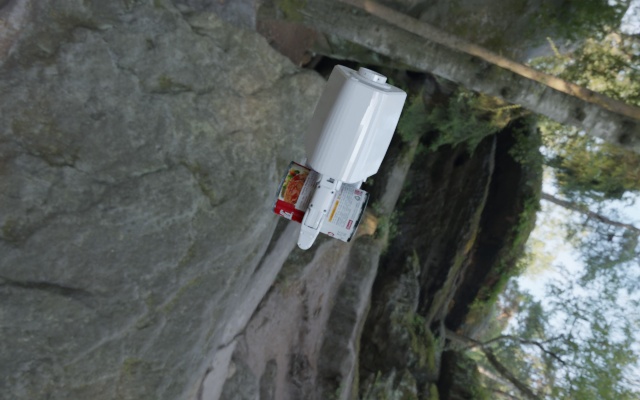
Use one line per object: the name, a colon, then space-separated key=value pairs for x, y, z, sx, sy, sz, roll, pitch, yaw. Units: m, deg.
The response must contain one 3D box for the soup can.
soup can: x=0.000 y=0.002 z=0.581 sx=0.102 sy=0.068 sz=0.068 roll=22 pitch=0 yaw=1
